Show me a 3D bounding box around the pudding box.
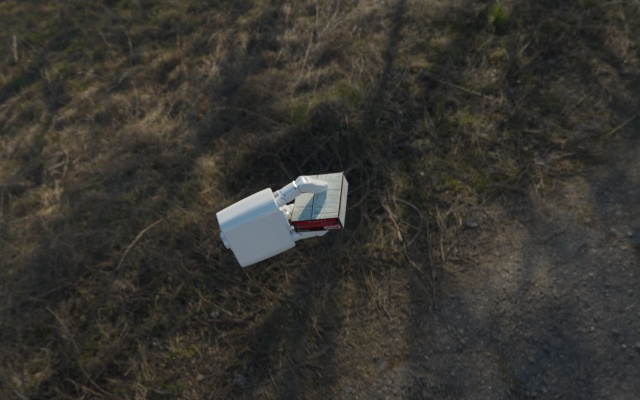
[{"bbox_3d":[0.000,0.003,0.865,0.090,0.113,0.039,-4,-39,16],"label":"pudding box"}]
